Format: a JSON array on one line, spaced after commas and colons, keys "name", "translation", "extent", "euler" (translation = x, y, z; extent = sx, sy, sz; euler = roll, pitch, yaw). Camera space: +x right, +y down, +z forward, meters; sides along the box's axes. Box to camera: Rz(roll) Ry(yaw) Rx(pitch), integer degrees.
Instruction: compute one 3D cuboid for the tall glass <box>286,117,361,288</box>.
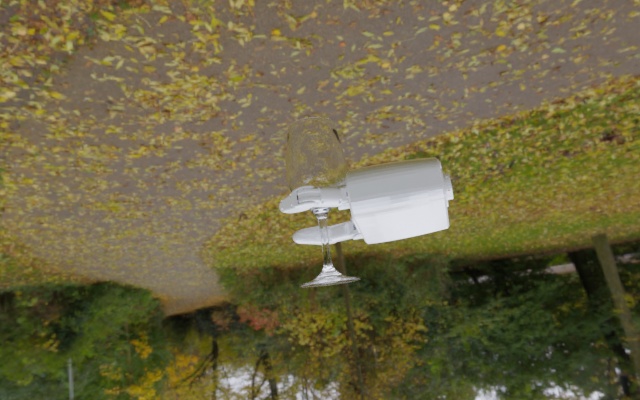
[{"name": "tall glass", "translation": [0.000, 0.003, 0.589], "extent": [0.079, 0.201, 0.079], "euler": [-7, -13, -2]}]
